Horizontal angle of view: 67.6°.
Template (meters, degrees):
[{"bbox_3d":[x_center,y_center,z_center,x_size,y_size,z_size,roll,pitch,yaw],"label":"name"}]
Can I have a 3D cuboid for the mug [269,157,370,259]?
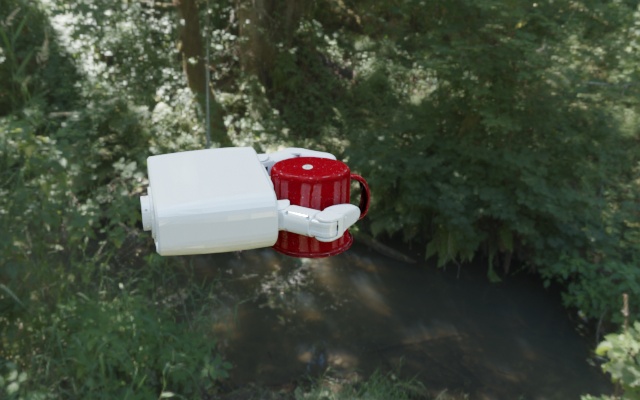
[{"bbox_3d":[0.001,0.001,0.499,0.117,0.081,0.093,-7,22,-22],"label":"mug"}]
